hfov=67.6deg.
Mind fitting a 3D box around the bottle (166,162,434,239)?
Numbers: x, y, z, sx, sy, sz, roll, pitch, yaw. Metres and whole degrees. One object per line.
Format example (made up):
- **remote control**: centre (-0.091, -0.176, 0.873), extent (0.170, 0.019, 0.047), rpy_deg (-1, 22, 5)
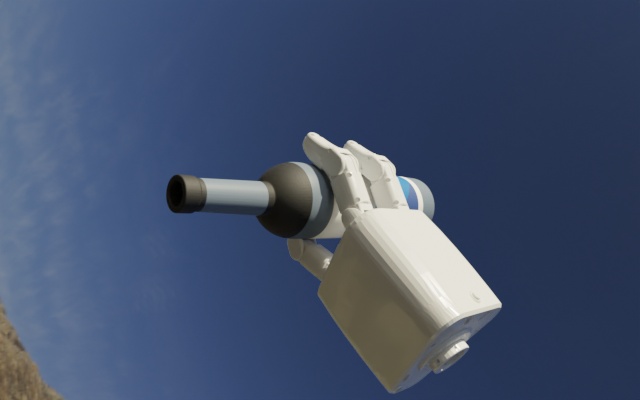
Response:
- **bottle**: centre (0.000, 0.001, 0.439), extent (0.069, 0.069, 0.296), rpy_deg (0, -2, 43)
